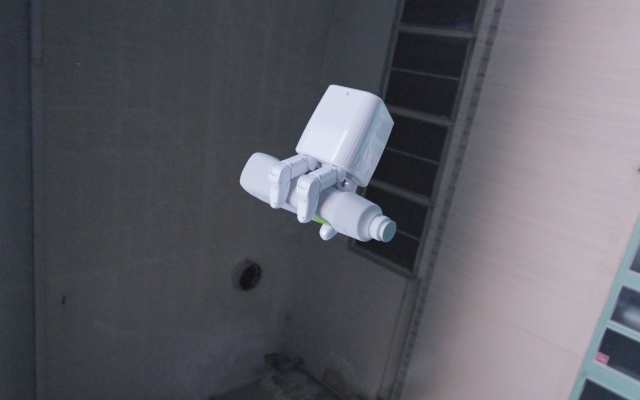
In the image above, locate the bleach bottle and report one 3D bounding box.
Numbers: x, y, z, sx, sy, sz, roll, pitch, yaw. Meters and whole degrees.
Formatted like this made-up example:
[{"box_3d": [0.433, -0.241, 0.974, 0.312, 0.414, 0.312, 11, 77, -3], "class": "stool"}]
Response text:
[{"box_3d": [0.000, 0.002, 0.671, 0.250, 0.068, 0.102, 24, -4, 39], "class": "bleach bottle"}]
